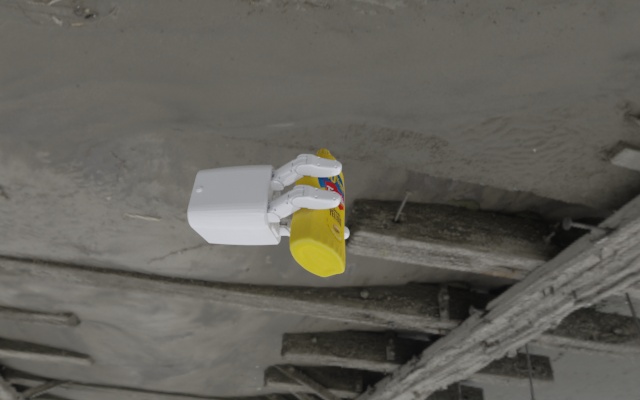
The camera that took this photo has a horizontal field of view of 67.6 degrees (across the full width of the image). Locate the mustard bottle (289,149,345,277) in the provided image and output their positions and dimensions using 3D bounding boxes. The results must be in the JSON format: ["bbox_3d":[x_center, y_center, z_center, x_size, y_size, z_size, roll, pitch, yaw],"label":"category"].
[{"bbox_3d":[0.000,0.002,0.664,0.058,0.191,0.096,-19,-43,25],"label":"mustard bottle"}]
